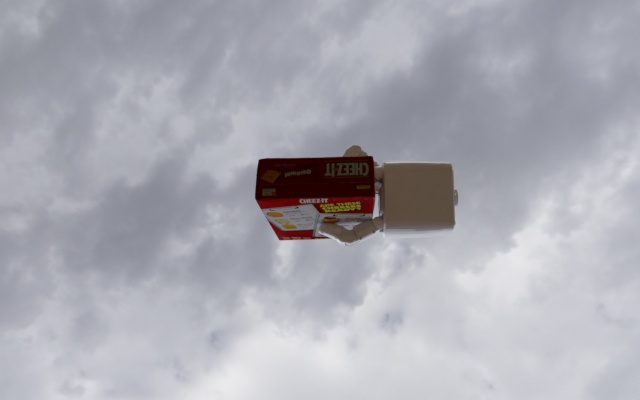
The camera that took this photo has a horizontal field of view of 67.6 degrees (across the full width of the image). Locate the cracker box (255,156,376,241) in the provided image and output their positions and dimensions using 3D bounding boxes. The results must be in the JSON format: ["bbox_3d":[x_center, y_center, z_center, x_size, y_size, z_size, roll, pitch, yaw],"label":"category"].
[{"bbox_3d":[0.000,0.003,0.746,0.164,0.072,0.214,-2,-20,4],"label":"cracker box"}]
